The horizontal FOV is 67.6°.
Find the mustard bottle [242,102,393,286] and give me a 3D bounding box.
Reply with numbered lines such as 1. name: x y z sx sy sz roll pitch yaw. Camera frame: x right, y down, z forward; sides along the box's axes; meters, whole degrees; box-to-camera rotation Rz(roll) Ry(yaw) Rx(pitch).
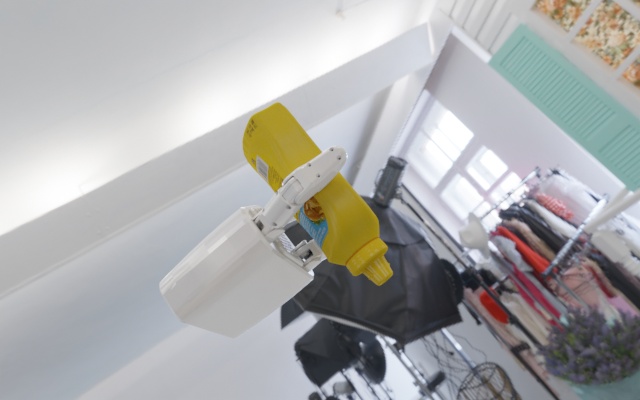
1. mustard bottle: 0.000 0.001 0.457 0.058 0.191 0.096 -32 -19 -21
